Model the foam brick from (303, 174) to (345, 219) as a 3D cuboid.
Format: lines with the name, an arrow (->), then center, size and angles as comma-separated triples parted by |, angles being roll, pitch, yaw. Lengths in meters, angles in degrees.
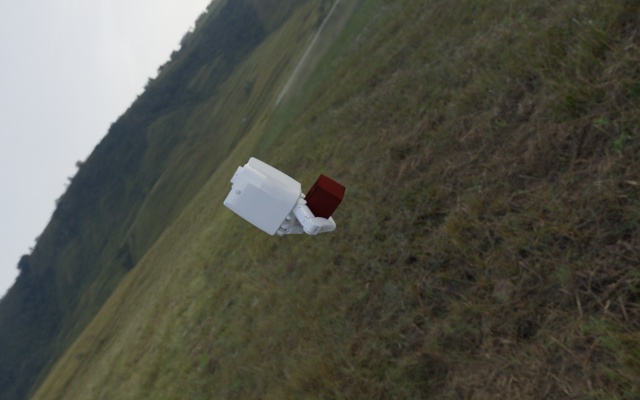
foam brick -> 0.000, 0.003, 0.848 | 0.051, 0.078, 0.053 | 32, 27, -8
